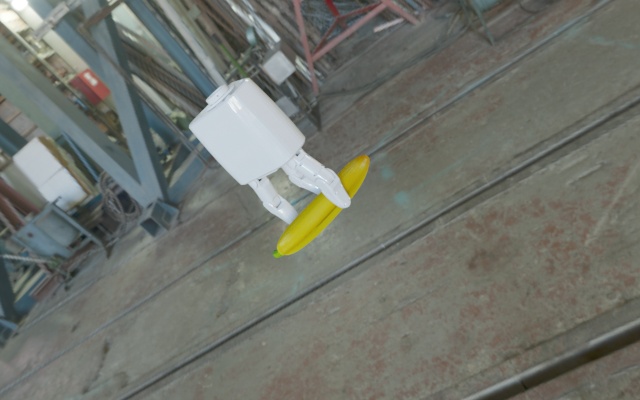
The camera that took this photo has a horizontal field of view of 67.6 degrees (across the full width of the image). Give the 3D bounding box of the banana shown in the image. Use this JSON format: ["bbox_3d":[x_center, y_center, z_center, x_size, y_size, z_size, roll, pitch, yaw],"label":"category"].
[{"bbox_3d":[0.002,0.008,0.661,0.037,0.198,0.069,45,-2,-18],"label":"banana"}]
